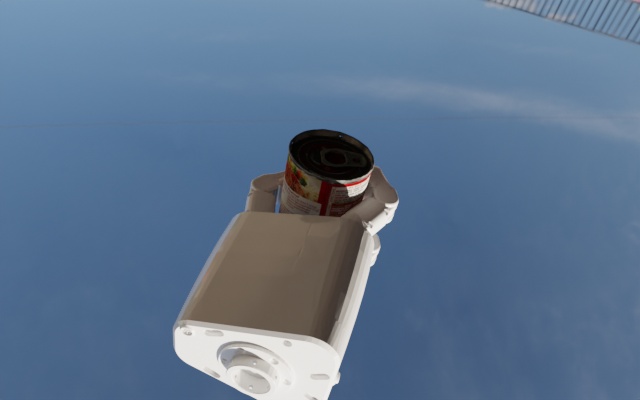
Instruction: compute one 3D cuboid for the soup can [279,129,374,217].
[{"bbox_3d":[0.000,0.001,0.402,0.068,0.102,0.068,8,40,-7],"label":"soup can"}]
